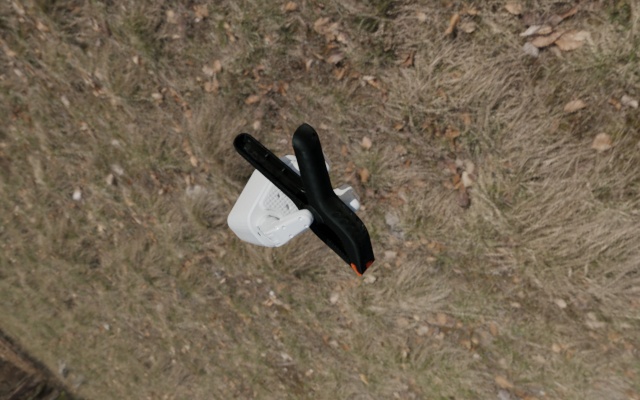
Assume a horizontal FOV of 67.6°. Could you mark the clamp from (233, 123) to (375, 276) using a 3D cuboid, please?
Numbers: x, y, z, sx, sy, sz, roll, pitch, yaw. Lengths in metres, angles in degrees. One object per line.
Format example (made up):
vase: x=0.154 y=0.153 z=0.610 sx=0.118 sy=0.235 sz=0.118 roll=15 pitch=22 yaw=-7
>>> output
clamp: x=0.000 y=0.003 z=0.513 sx=0.036 sy=0.210 sz=0.164 roll=-45 pitch=17 yaw=-19
